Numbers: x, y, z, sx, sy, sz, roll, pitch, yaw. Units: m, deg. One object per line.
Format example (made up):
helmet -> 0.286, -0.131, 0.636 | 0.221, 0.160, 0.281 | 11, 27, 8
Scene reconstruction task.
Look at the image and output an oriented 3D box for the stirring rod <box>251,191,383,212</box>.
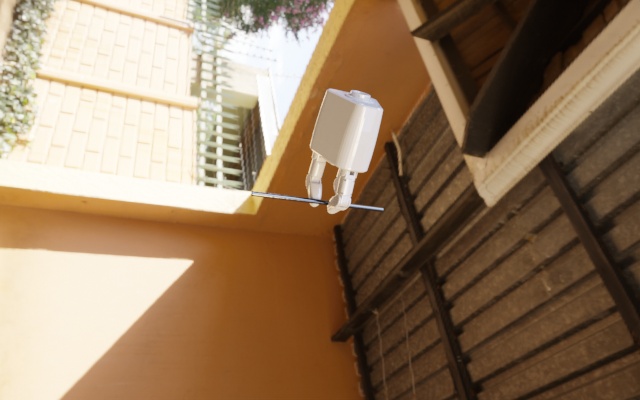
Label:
stirring rod -> 0.000, 0.003, 0.815 | 0.239, 0.011, 0.011 | 7, -3, -22
